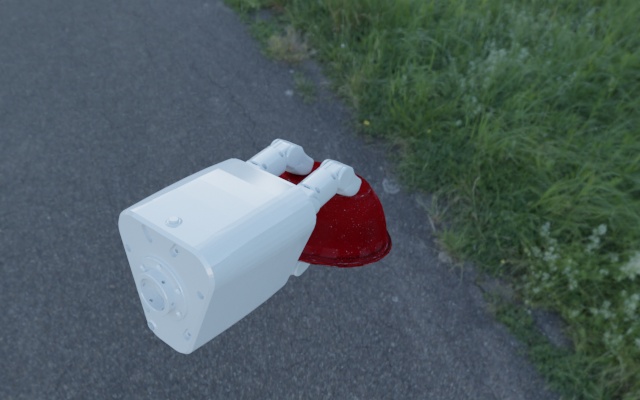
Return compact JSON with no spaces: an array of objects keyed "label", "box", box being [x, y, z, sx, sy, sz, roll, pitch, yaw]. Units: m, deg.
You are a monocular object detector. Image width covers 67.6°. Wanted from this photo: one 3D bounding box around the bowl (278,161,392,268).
[{"label":"bowl","box":[0.001,0.001,0.481,0.162,0.055,0.162,12,22,-5]}]
